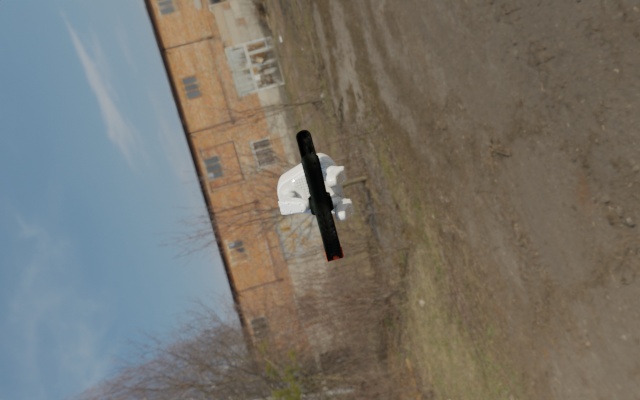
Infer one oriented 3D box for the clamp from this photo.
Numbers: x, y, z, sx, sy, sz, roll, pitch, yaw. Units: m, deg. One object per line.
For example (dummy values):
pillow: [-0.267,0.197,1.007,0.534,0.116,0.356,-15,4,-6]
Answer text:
clamp: [-0.001,0.003,0.727,0.036,0.210,0.164,-14,14,1]
